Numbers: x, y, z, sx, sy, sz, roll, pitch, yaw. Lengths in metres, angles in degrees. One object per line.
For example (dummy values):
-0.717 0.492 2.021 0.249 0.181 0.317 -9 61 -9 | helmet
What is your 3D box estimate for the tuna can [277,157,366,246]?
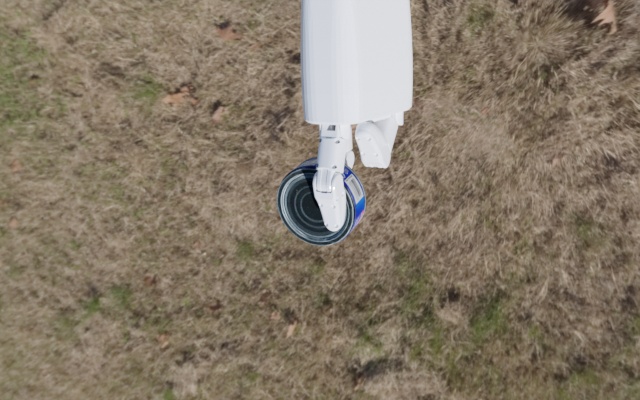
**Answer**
0.000 0.002 0.477 0.086 0.086 0.033 0 22 25 | tuna can
